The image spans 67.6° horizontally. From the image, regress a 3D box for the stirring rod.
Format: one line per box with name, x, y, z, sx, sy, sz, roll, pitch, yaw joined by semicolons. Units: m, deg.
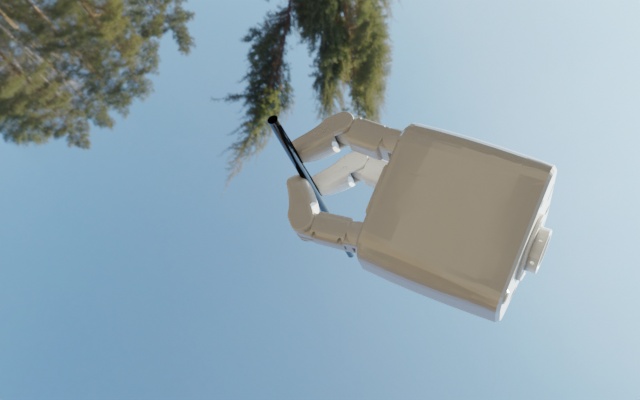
stirring rod;0.000;0.001;0.442;0.011;0.011;0.240;0;-30;19
